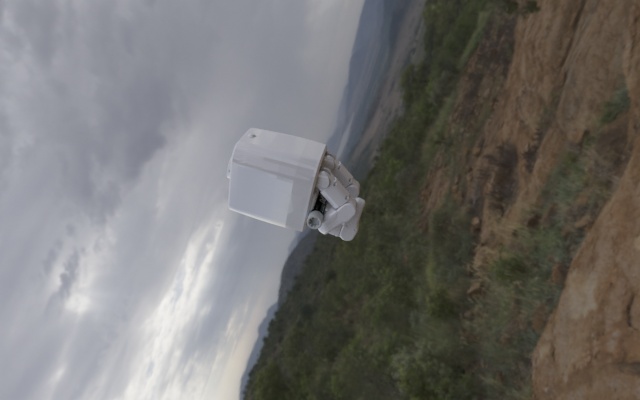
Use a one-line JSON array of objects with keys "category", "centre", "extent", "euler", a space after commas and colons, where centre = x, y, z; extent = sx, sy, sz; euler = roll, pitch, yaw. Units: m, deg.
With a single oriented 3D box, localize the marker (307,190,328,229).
[{"category": "marker", "centre": [0.000, 0.002, 0.634], "extent": [0.020, 0.020, 0.121], "euler": [0, 25, 8]}]
